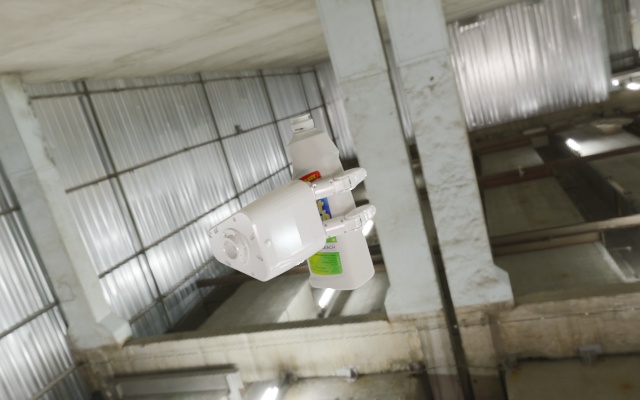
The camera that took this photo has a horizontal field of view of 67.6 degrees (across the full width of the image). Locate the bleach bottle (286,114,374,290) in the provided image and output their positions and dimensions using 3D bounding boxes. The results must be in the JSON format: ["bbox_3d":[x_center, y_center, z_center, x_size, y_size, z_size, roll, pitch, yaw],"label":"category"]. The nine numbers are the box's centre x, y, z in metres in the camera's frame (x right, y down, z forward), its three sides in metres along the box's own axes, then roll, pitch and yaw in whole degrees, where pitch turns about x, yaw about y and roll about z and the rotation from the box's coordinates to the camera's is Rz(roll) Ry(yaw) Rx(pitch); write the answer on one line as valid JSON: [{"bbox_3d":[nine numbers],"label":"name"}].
[{"bbox_3d":[0.000,0.002,0.689,0.102,0.251,0.068,-5,17,44],"label":"bleach bottle"}]
